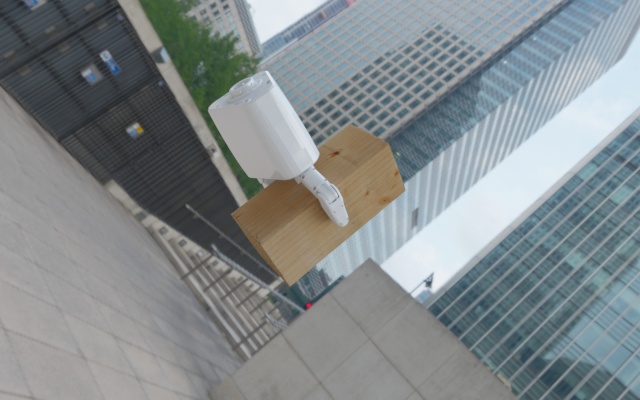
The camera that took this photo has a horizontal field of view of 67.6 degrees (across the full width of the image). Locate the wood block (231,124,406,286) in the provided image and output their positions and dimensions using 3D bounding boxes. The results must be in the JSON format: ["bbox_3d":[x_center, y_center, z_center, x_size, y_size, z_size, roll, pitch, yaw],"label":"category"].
[{"bbox_3d":[0.000,0.002,0.637,0.206,0.090,0.090,-38,40,-13],"label":"wood block"}]
